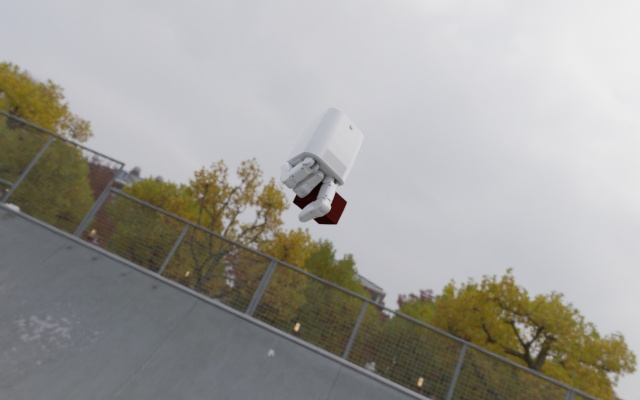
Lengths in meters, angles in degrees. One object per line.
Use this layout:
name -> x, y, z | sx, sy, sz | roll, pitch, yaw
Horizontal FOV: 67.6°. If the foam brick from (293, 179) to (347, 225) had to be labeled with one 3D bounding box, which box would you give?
foam brick -> 0.000, 0.003, 0.863 | 0.053, 0.051, 0.078 | 1, -33, 48
